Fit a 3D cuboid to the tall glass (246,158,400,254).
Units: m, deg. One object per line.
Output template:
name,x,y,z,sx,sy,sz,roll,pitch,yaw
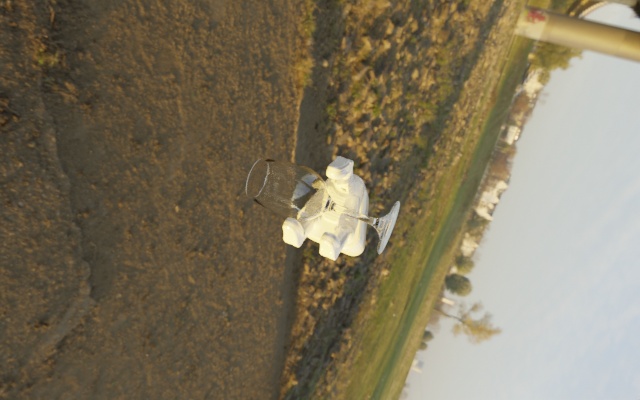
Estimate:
tall glass,0.001,0.002,0.648,0.201,0.079,0.079,21,6,16
